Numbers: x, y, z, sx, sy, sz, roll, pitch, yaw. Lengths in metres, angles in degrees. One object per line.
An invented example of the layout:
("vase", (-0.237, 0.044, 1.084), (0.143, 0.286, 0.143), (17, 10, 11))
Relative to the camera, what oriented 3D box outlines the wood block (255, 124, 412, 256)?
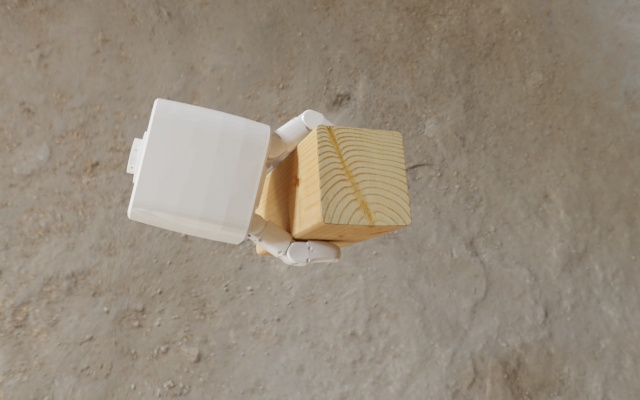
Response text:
("wood block", (0.000, 0.002, 0.512), (0.090, 0.090, 0.206), (2, -14, -22))
